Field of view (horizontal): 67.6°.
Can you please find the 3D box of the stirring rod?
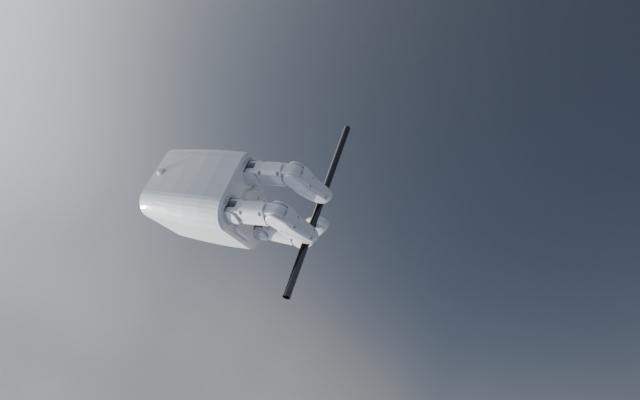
[{"bbox_3d":[0.000,0.002,0.536,0.011,0.239,0.011,13,-35,9],"label":"stirring rod"}]
